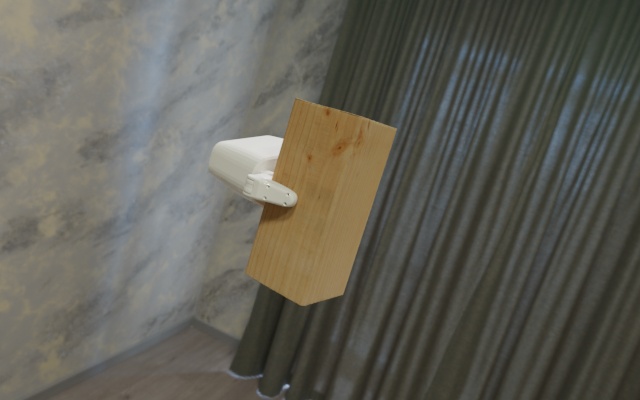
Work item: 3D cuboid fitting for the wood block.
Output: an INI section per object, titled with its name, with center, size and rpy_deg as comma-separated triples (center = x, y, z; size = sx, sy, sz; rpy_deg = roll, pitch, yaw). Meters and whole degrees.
[wood block]
center = 0.000, 0.002, 0.542
size = 0.090, 0.206, 0.091
rpy_deg = 23, 11, 32
